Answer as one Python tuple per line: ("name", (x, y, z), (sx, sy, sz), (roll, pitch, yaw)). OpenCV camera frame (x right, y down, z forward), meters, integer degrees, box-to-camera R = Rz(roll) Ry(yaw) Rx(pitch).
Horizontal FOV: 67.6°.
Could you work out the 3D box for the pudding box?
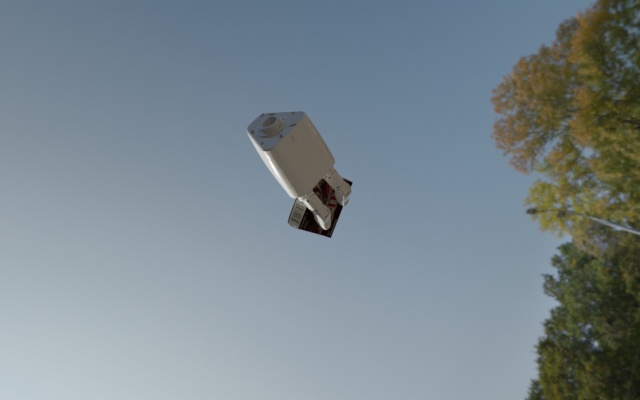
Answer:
("pudding box", (0.000, 0.003, 0.846), (0.090, 0.113, 0.039), (20, 4, -46))
